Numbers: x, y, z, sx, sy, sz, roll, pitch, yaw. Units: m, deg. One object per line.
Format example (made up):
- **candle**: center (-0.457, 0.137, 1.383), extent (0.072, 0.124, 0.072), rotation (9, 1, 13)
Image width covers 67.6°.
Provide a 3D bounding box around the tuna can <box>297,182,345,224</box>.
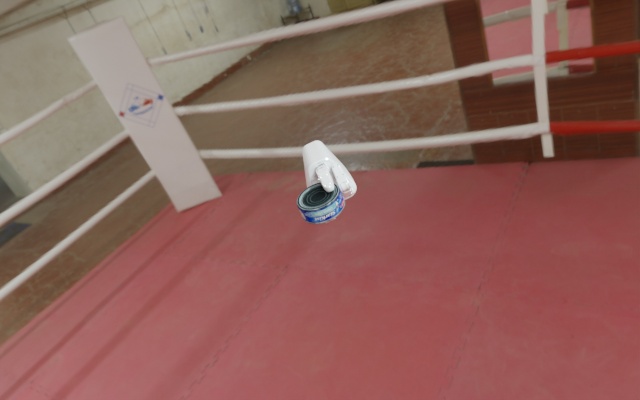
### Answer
- **tuna can**: center (0.000, 0.002, 0.886), extent (0.086, 0.034, 0.086), rotation (-16, 35, 11)
